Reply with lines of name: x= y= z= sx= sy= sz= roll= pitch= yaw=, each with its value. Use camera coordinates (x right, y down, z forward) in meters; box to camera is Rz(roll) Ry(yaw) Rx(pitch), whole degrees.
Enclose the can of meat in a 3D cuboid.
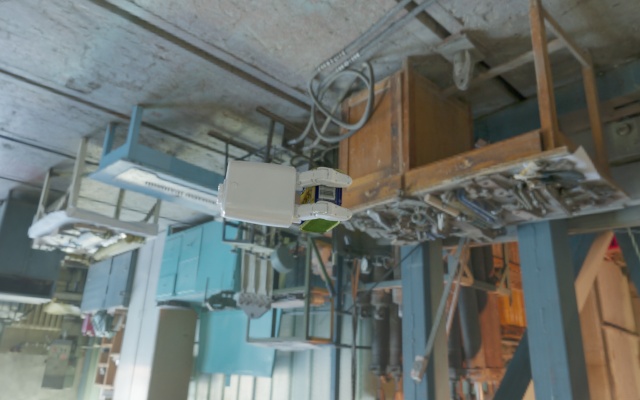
can of meat: x=0.000 y=0.003 z=0.795 sx=0.057 sy=0.084 sz=0.102 roll=9 pitch=-20 yaw=-16
